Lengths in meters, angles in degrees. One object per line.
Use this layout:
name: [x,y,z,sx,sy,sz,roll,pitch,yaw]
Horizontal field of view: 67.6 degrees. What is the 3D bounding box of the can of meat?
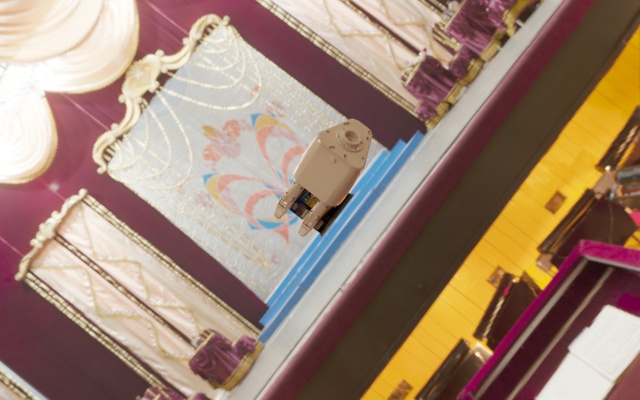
can of meat: [0.000,0.003,0.886,0.084,0.102,0.057,38,-38,2]
